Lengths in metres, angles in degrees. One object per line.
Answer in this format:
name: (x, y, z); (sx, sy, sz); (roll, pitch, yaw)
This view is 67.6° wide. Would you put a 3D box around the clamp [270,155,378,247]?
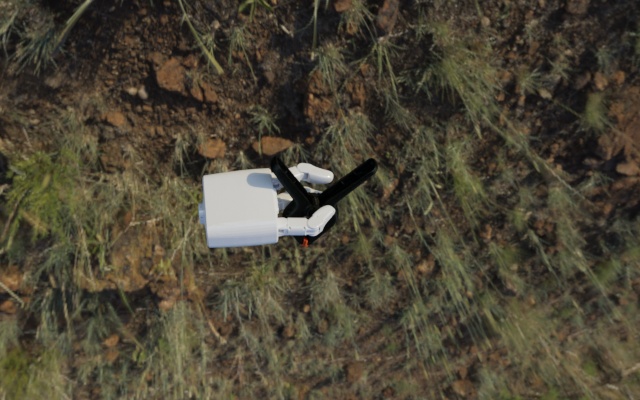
clamp: (0.000, 0.004, 0.775); (0.164, 0.036, 0.210); (-4, -40, -9)
